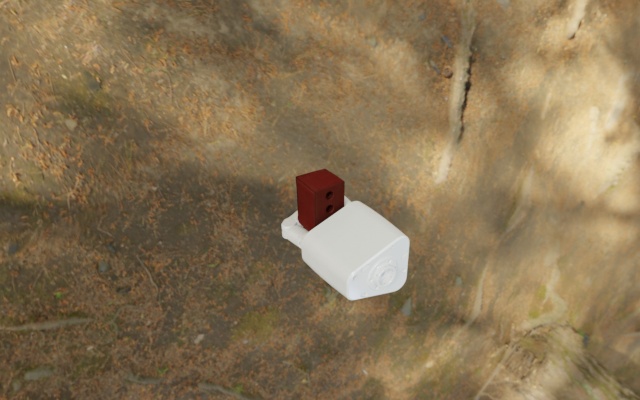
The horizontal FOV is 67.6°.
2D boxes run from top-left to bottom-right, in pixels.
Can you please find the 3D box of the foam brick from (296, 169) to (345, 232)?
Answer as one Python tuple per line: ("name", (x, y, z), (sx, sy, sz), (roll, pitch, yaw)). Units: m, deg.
("foam brick", (0.000, 0.002, 0.690), (0.053, 0.078, 0.051), (-20, 35, -27))
